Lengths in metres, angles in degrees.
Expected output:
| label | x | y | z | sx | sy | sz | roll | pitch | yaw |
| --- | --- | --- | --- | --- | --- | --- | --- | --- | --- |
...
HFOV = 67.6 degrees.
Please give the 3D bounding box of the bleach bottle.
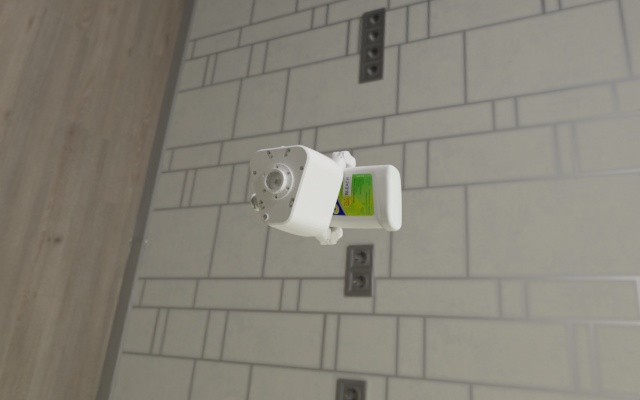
| label | x | y | z | sx | sy | sz | roll | pitch | yaw |
| --- | --- | --- | --- | --- | --- | --- | --- | --- | --- |
| bleach bottle | 0.000 | 0.002 | 0.768 | 0.251 | 0.102 | 0.068 | -4 | -11 | 25 |
